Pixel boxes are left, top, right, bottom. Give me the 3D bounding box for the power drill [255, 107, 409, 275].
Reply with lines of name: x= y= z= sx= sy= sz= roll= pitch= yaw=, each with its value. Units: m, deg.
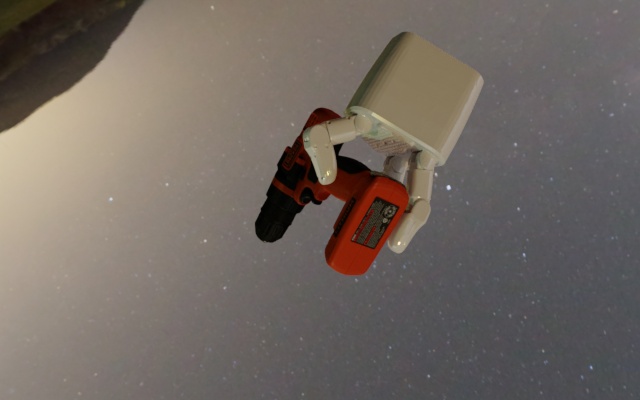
power drill: x=0.000 y=0.002 z=0.534 sx=0.057 sy=0.184 sz=0.187 roll=18 pitch=16 yaw=-37
